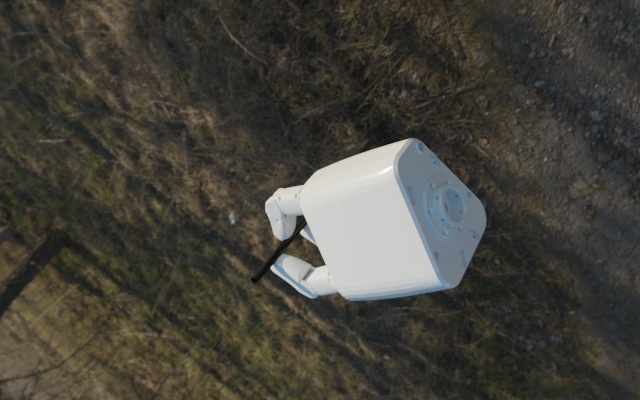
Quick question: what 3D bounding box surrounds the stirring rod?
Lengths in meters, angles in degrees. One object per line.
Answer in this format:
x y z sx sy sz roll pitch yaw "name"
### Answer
0.000 0.002 0.517 0.011 0.011 0.239 0 37 40 "stirring rod"
